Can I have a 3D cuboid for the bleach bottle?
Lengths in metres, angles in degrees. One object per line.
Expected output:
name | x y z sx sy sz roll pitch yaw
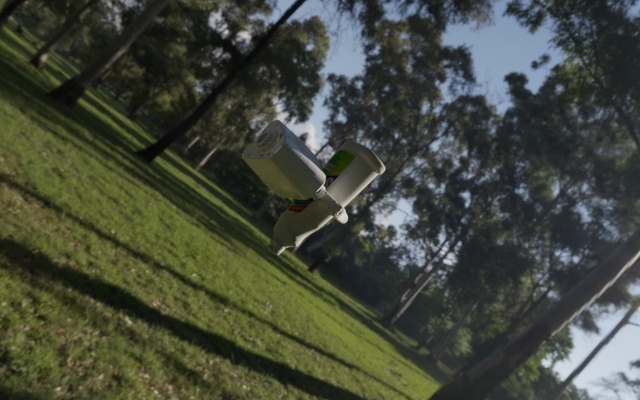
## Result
bleach bottle | 0.000 0.003 0.883 0.068 0.251 0.102 45 -5 -31
